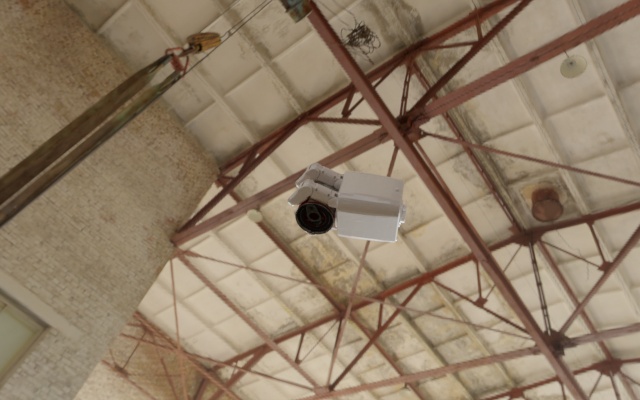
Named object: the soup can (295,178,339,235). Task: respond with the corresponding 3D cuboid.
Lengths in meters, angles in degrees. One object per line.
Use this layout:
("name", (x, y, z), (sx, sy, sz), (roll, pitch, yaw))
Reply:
("soup can", (0.000, 0.003, 0.857), (0.068, 0.068, 0.102), (0, 36, 15))
